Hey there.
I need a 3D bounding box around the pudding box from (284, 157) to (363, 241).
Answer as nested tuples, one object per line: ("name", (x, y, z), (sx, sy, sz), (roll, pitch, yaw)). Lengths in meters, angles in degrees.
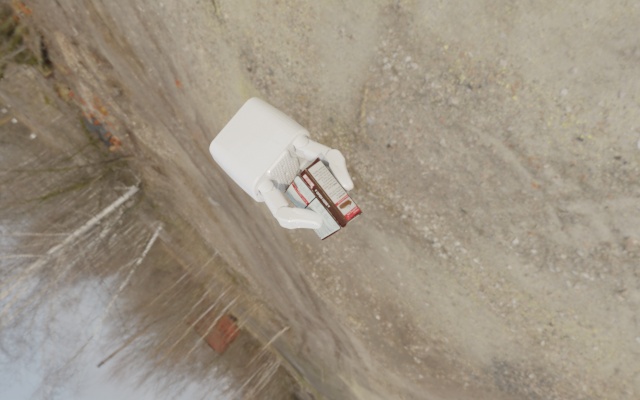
("pudding box", (0.000, 0.002, 0.633), (0.039, 0.090, 0.113), (-39, -1, -16))
